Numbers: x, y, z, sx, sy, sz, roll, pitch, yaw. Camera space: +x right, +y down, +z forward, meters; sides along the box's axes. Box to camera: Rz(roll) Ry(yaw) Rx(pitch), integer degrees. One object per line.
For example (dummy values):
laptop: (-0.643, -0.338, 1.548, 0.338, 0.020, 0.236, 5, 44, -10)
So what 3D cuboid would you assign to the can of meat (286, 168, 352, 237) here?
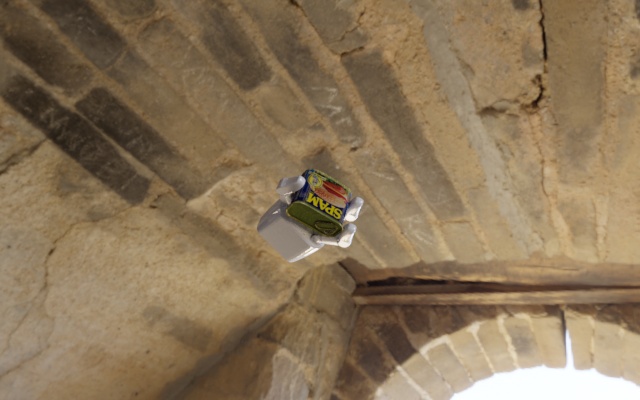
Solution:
can of meat: (0.000, 0.002, 0.843, 0.102, 0.084, 0.057, 30, -36, -15)
